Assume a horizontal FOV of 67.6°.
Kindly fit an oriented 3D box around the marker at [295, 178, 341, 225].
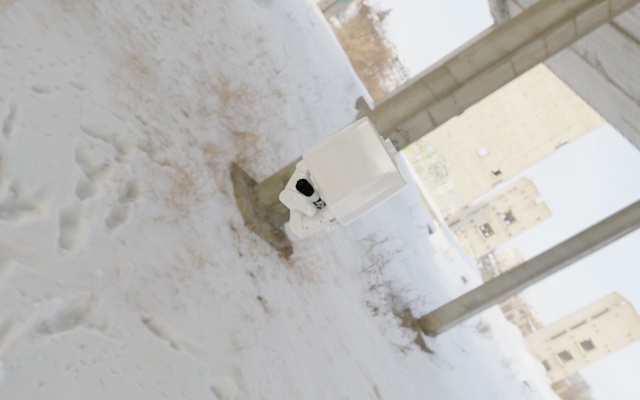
[{"bbox_3d":[0.000,0.002,0.659,0.020,0.020,0.121,0,-25,30],"label":"marker"}]
